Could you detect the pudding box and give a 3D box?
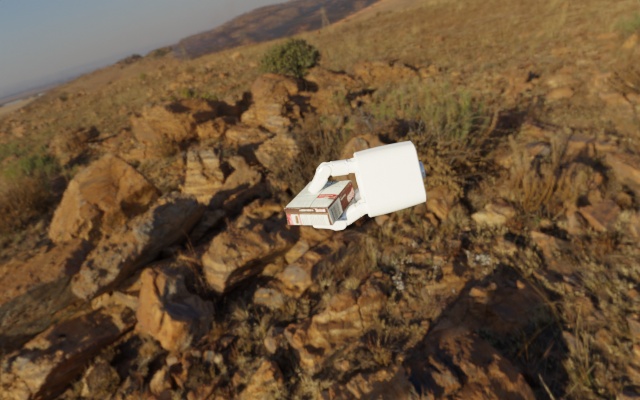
[{"bbox_3d":[0.000,0.003,0.863,0.090,0.039,0.113,-2,26,28],"label":"pudding box"}]
